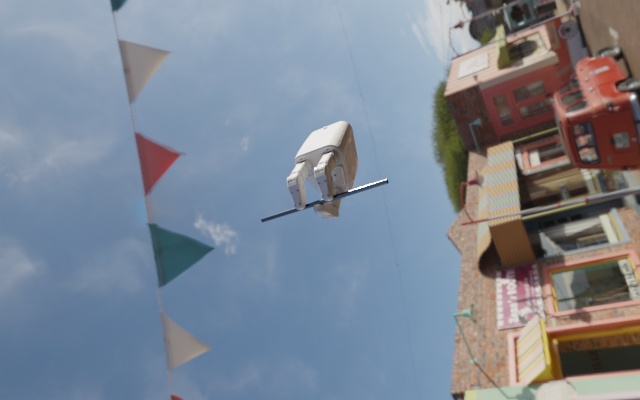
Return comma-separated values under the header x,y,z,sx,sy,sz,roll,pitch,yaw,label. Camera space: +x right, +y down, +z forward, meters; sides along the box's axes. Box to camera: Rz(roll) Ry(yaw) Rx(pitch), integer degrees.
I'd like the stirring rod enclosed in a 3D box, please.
x,y,z,sx,sy,sz,roll,pitch,yaw,label
0.000,0.003,0.786,0.239,0.011,0.011,-17,-8,27,stirring rod
